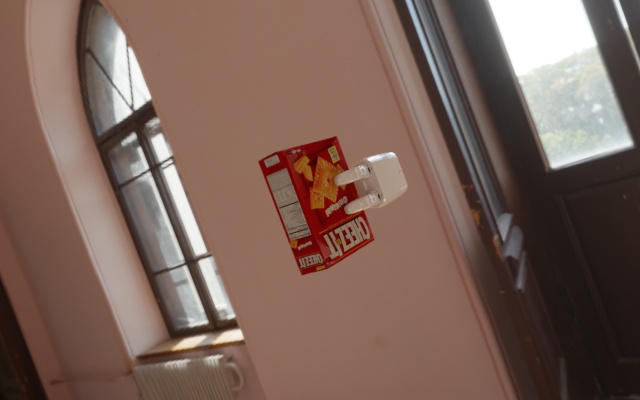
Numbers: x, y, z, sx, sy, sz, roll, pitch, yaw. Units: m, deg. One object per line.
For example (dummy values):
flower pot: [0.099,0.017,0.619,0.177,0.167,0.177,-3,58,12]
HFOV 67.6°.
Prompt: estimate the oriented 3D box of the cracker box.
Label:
cracker box: [0.000,0.003,0.859,0.072,0.213,0.164,-20,2,39]
